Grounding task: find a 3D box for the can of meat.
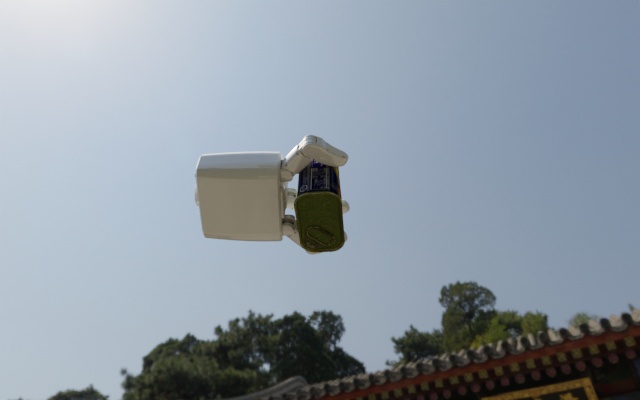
[{"bbox_3d":[0.000,0.002,0.614,0.057,0.102,0.083,-4,42,4],"label":"can of meat"}]
